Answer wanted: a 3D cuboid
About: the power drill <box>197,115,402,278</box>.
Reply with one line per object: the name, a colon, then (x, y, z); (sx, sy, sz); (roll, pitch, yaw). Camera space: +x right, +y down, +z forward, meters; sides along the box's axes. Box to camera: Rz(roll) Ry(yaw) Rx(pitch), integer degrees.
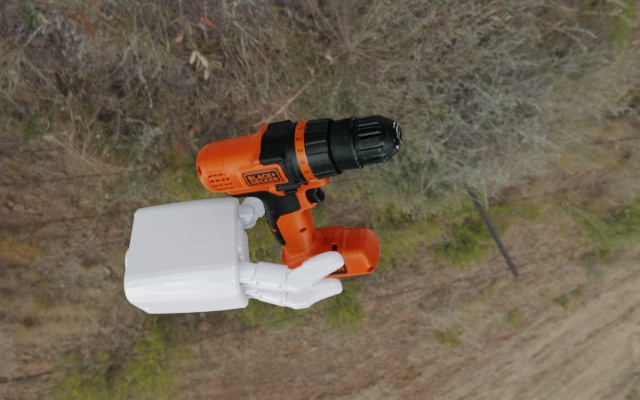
power drill: (0.000, 0.002, 0.461); (0.184, 0.057, 0.188); (-6, -43, 19)
